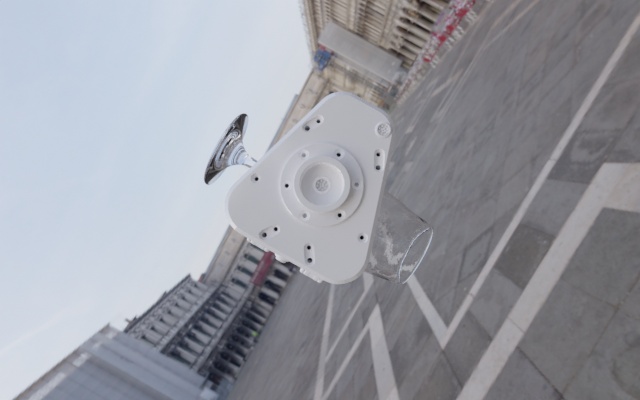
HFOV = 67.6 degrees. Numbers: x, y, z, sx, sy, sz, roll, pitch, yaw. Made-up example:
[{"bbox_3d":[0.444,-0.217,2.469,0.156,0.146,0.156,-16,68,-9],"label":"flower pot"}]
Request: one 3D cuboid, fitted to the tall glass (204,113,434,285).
[{"bbox_3d":[-0.001,0.001,0.436,0.201,0.079,0.079,29,0,0],"label":"tall glass"}]
